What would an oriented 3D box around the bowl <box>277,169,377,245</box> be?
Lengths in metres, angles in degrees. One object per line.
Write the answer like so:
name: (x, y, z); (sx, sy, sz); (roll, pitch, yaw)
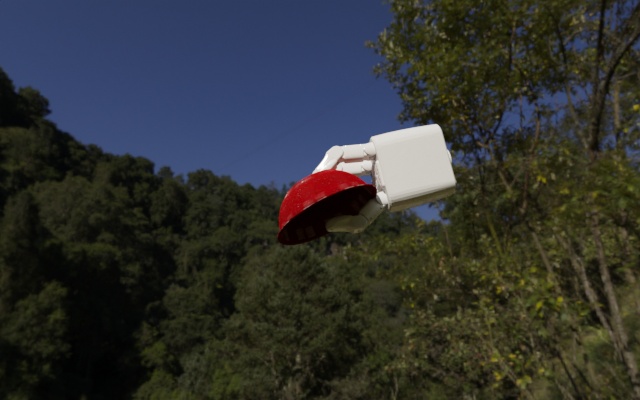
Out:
bowl: (-0.001, 0.002, 0.701); (0.162, 0.055, 0.162); (-25, -20, -10)
